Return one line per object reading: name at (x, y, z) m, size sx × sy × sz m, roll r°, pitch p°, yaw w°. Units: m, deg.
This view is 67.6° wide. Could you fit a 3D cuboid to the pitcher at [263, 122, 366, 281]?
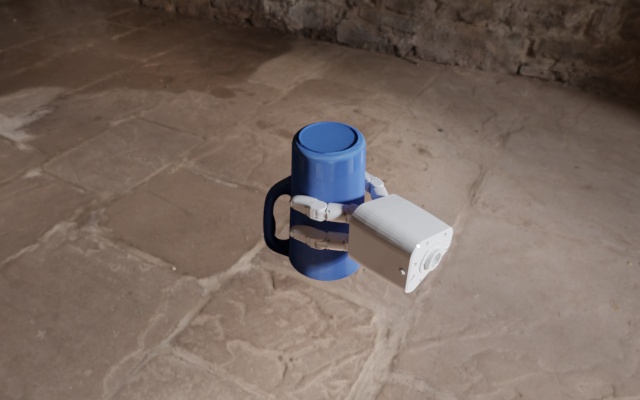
pitcher at (0.000, 0.003, 0.764) m, size 0.149 × 0.243 × 0.145 m, roll -31°, pitch 48°, yaw -33°
